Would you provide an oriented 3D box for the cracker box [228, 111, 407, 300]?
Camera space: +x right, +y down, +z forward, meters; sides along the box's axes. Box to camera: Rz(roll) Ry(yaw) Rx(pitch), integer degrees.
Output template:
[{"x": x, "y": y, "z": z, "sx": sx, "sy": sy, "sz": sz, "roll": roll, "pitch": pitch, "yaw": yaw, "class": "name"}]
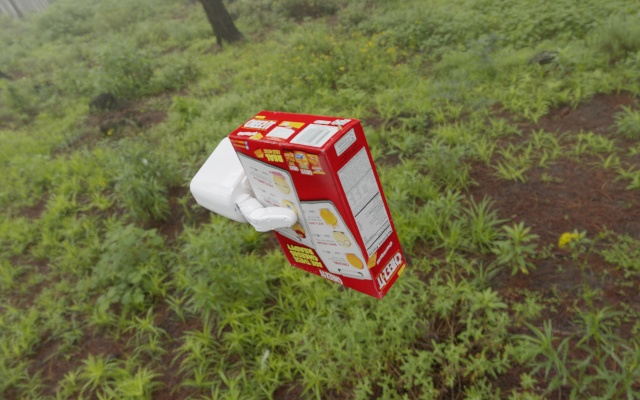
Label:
[{"x": 0.000, "y": 0.002, "z": 0.575, "sx": 0.164, "sy": 0.214, "sz": 0.072, "roll": 14, "pitch": 47, "yaw": 44, "class": "cracker box"}]
